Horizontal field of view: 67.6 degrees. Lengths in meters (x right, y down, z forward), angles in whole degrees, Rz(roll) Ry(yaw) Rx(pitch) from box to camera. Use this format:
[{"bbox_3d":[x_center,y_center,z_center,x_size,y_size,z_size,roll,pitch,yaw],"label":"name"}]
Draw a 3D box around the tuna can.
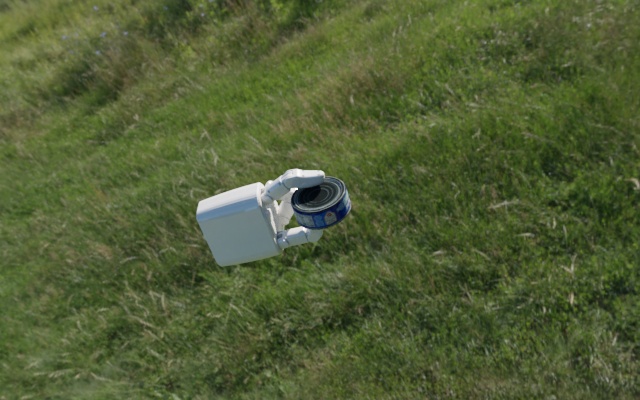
[{"bbox_3d":[0.000,0.002,0.704,0.086,0.034,0.086,-12,37,9],"label":"tuna can"}]
